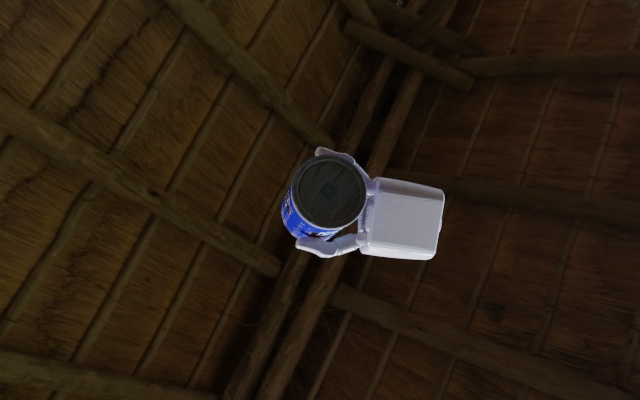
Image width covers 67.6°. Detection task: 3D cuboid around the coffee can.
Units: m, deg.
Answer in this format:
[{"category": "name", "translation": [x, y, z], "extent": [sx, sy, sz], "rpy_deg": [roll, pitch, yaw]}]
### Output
[{"category": "coffee can", "translation": [0.000, 0.002, 0.698], "extent": [0.103, 0.102, 0.140], "rpy_deg": [0, -12, -10]}]
